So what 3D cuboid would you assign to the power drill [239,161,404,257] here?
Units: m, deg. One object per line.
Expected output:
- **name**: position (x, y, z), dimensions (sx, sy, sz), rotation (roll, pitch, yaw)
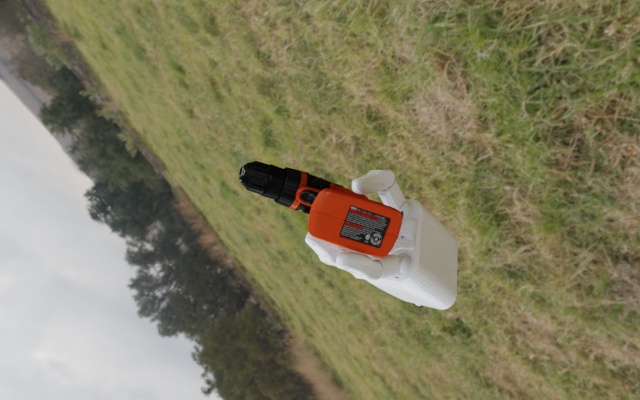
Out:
- **power drill**: position (0.000, 0.002, 0.572), dimensions (0.184, 0.057, 0.187), rotation (16, 8, -19)
